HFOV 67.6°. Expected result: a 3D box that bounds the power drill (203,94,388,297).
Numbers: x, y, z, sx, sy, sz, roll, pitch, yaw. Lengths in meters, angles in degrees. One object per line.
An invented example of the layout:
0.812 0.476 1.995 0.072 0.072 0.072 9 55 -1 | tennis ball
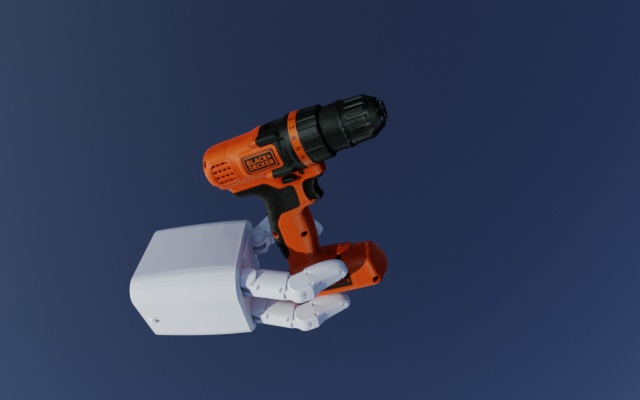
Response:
0.000 0.002 0.470 0.184 0.188 0.057 -15 24 22 | power drill
